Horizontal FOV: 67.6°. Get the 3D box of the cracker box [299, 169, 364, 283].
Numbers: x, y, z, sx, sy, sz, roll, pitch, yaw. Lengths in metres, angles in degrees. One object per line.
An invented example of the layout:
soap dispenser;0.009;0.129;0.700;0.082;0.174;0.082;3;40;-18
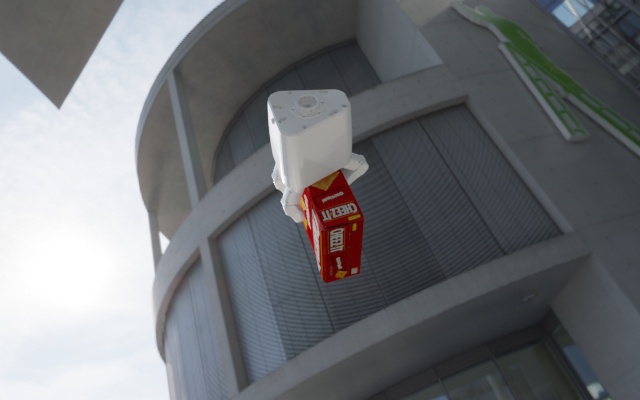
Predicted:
cracker box;0.000;0.002;0.784;0.072;0.213;0.164;-15;-37;-9
